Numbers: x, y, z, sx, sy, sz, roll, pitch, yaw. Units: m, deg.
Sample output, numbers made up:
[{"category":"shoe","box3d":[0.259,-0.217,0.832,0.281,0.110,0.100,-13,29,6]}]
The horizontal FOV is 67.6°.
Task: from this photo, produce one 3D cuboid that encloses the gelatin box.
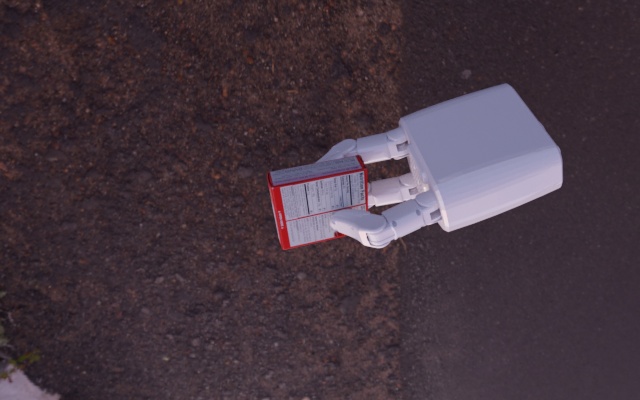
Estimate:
[{"category":"gelatin box","box3d":[0.000,0.002,0.445,0.089,0.073,0.030,-12,37,-7]}]
